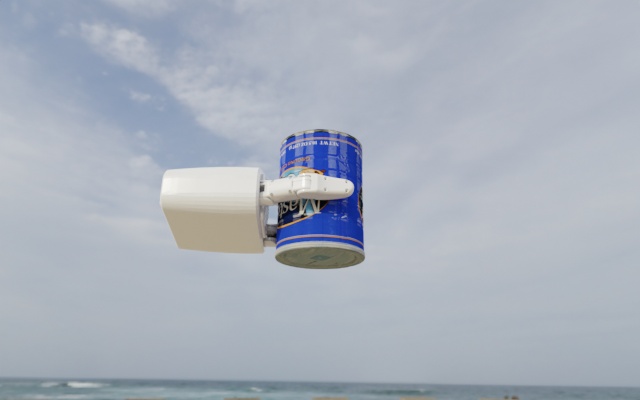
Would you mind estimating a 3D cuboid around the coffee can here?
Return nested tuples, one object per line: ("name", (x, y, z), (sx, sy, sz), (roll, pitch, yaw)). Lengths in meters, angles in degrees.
("coffee can", (0.000, 0.002, 0.566), (0.103, 0.140, 0.103), (1, -21, 0))
